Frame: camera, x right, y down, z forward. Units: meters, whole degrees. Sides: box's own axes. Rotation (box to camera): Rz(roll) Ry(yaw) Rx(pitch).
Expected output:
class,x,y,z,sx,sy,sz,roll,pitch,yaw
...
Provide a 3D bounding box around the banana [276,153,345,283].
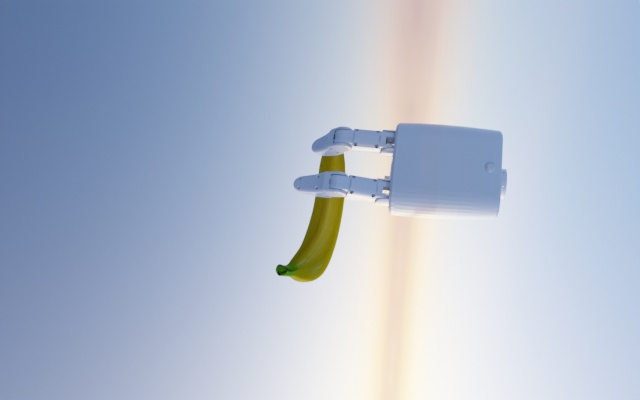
class,x,y,z,sx,sy,sz,roll,pitch,yaw
banana,0.002,0.016,0.531,0.037,0.197,0.070,5,-39,16
